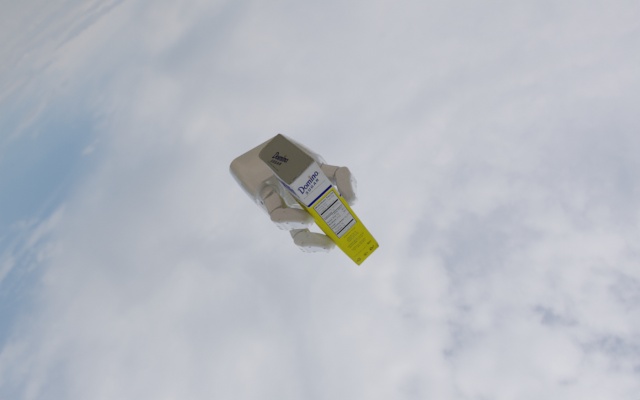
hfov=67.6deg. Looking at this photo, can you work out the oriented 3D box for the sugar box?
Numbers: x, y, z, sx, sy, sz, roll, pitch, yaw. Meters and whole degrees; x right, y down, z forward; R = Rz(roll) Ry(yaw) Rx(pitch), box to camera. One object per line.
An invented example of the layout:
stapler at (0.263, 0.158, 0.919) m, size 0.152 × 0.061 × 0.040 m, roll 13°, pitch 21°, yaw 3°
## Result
sugar box at (0.000, 0.002, 0.596) m, size 0.176 × 0.048 × 0.093 m, roll 47°, pitch -4°, yaw -40°
